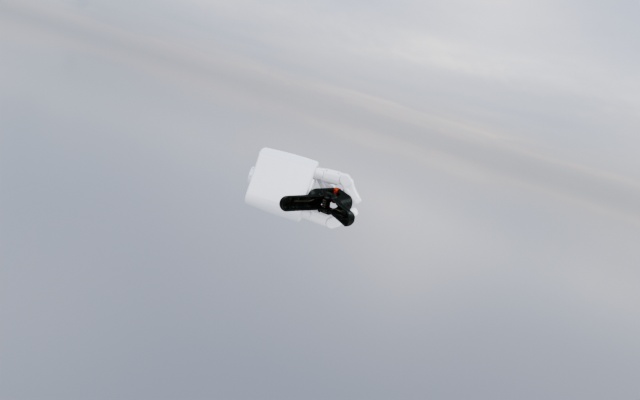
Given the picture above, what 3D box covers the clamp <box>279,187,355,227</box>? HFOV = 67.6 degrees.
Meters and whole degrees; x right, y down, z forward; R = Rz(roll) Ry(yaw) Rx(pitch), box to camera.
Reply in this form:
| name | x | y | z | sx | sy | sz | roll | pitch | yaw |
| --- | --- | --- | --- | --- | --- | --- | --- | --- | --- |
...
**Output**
| name | x | y | z | sx | sy | sz | roll | pitch | yaw |
| --- | --- | --- | --- | --- | --- | --- | --- | --- | --- |
| clamp | 0.000 | 0.002 | 0.802 | 0.120 | 0.039 | 0.171 | 17 | 11 | 2 |
